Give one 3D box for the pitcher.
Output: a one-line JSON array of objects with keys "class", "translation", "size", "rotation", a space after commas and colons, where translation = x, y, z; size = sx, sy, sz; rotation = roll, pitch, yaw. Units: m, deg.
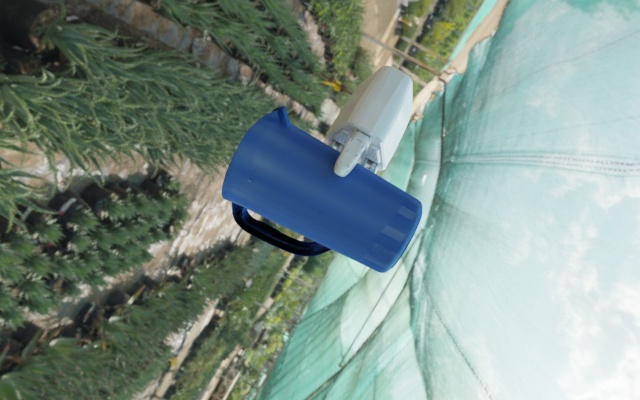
[{"class": "pitcher", "translation": [0.000, 0.002, 0.633], "size": [0.243, 0.145, 0.149], "rotation": [29, -18, 3]}]
